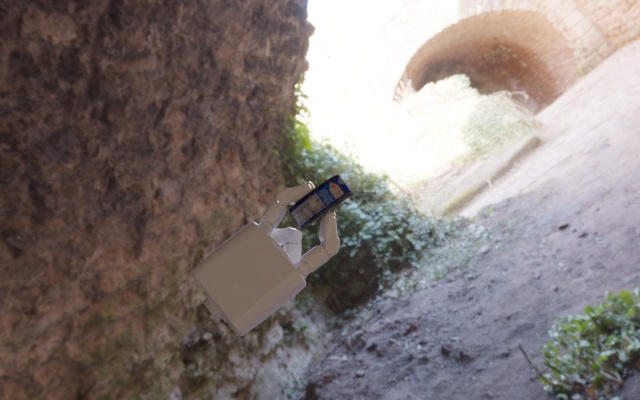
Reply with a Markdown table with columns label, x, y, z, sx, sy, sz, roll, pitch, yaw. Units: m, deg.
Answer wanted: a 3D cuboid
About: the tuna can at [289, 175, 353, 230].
| label | x | y | z | sx | sy | sz | roll | pitch | yaw |
| --- | --- | --- | --- | --- | --- | --- | --- | --- | --- |
| tuna can | 0.000 | 0.002 | 0.647 | 0.086 | 0.034 | 0.086 | -36 | -3 | -2 |
